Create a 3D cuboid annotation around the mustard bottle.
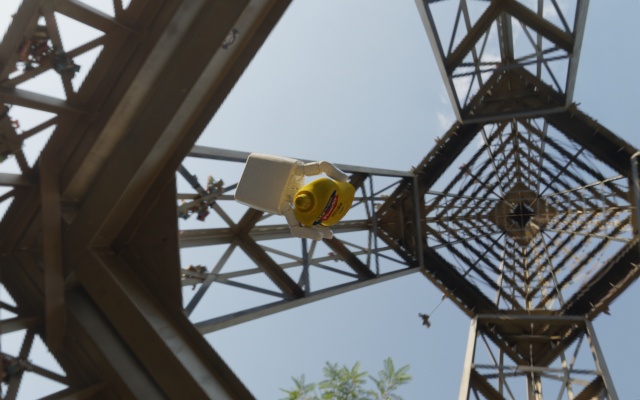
[{"bbox_3d":[0.001,0.003,0.891,0.058,0.096,0.191,39,13,19],"label":"mustard bottle"}]
